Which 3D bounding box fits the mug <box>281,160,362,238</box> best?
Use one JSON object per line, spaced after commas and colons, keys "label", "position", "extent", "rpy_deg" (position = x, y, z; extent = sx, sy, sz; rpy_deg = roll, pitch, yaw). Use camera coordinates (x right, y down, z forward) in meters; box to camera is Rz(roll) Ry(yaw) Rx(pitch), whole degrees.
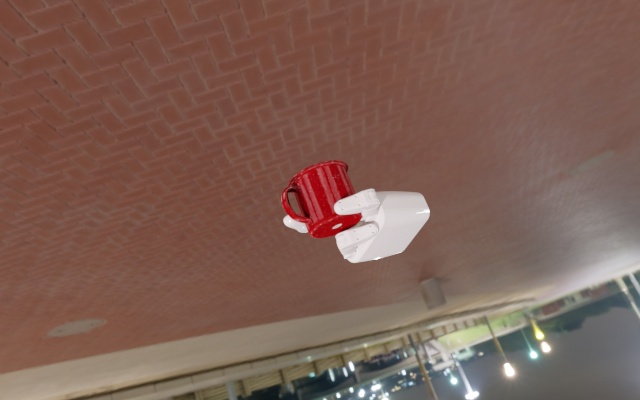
{"label": "mug", "position": [-0.001, 0.002, 0.672], "extent": [0.117, 0.081, 0.093], "rpy_deg": [-5, -26, -36]}
